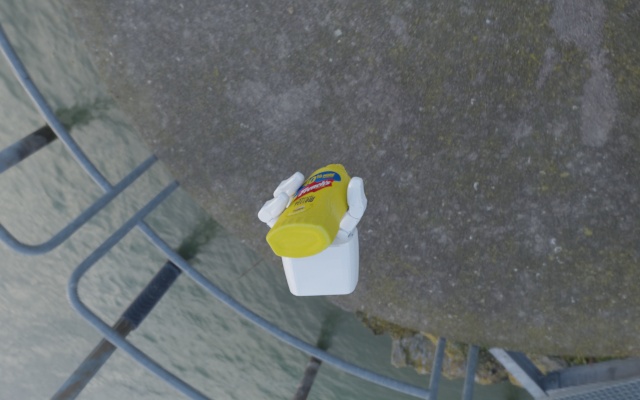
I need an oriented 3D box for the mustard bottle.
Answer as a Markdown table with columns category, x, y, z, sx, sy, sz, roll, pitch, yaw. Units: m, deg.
| category | x | y | z | sx | sy | sz | roll | pitch | yaw |
| --- | --- | --- | --- | --- | --- | --- | --- | --- | --- |
| mustard bottle | 0.000 | 0.002 | 0.695 | 0.096 | 0.058 | 0.191 | -16 | 26 | 31 |
